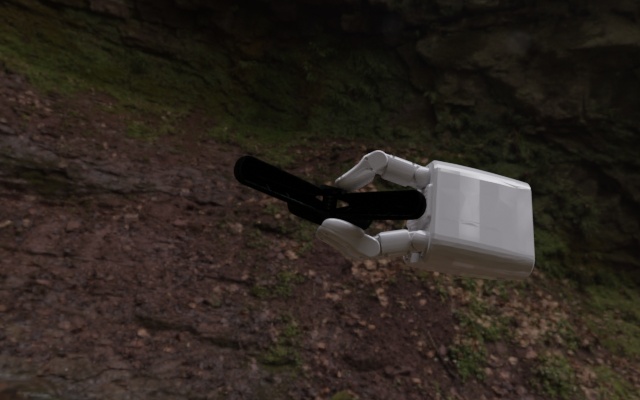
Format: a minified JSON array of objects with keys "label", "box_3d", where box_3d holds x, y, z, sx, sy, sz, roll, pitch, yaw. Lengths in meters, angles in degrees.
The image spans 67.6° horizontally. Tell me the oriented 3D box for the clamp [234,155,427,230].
[{"label":"clamp","box_3d":[0.000,0.001,0.486,0.164,0.036,0.210,14,-10,-3]}]
